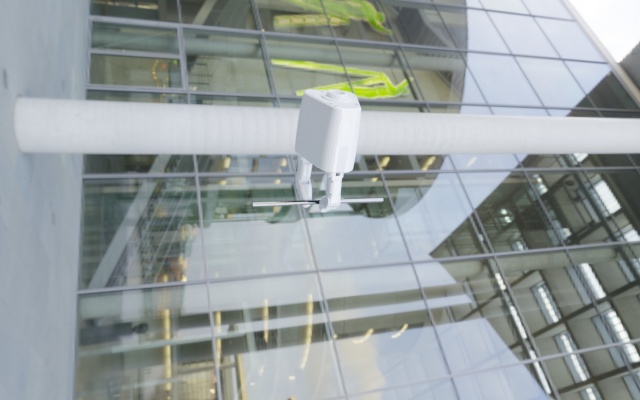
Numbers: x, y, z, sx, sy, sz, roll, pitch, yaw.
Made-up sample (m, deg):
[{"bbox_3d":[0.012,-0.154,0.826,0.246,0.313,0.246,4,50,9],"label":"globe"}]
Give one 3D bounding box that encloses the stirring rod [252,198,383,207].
[{"bbox_3d":[0.000,0.003,0.832,0.239,0.011,0.011,-2,1,-20],"label":"stirring rod"}]
